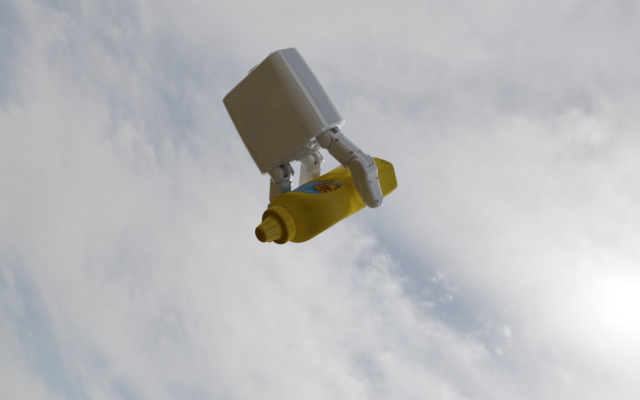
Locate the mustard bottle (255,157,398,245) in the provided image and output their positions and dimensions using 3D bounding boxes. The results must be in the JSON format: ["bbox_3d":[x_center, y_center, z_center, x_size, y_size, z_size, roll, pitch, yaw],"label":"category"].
[{"bbox_3d":[0.000,0.002,0.551,0.096,0.058,0.191,-1,19,44],"label":"mustard bottle"}]
